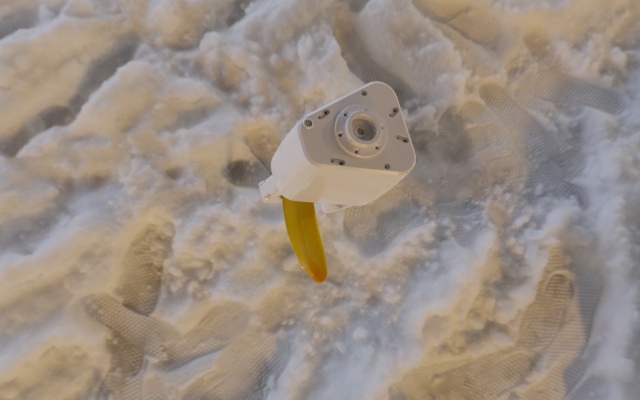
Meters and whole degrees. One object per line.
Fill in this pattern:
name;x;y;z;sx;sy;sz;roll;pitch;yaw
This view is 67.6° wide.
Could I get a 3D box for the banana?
banana;-0.015;-0.006;0.559;0.069;0.197;0.037;15;-22;-31
